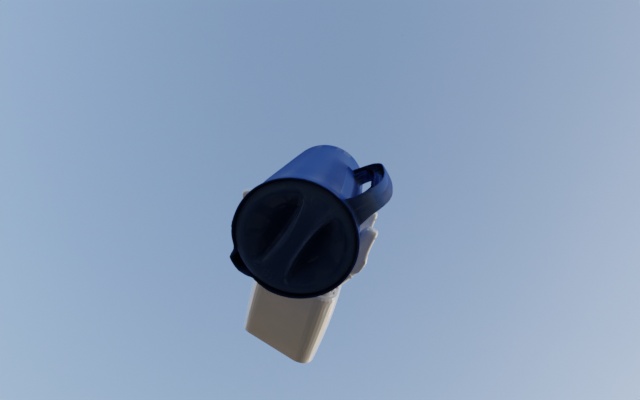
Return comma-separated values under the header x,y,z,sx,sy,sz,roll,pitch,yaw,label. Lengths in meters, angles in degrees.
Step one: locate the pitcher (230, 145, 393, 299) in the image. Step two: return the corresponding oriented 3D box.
x,y,z,sx,sy,sz,roll,pitch,yaw,label
0.000,0.002,0.587,0.149,0.145,0.242,17,20,4,pitcher
